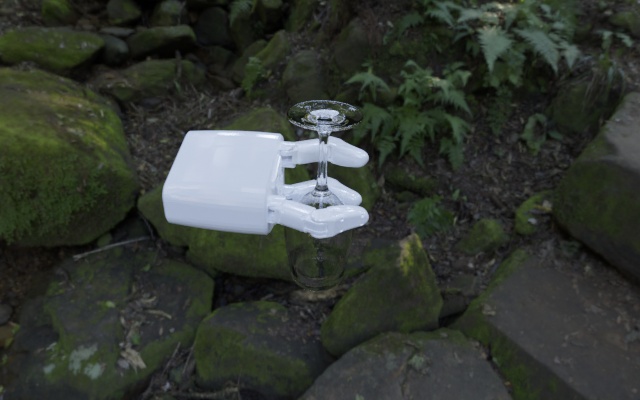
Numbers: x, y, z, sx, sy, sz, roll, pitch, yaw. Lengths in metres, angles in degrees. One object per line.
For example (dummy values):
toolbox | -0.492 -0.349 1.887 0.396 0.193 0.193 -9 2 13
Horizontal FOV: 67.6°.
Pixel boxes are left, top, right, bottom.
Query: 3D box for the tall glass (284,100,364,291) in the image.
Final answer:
tall glass | 0.000 0.001 0.510 0.079 0.201 0.079 2 32 -1
